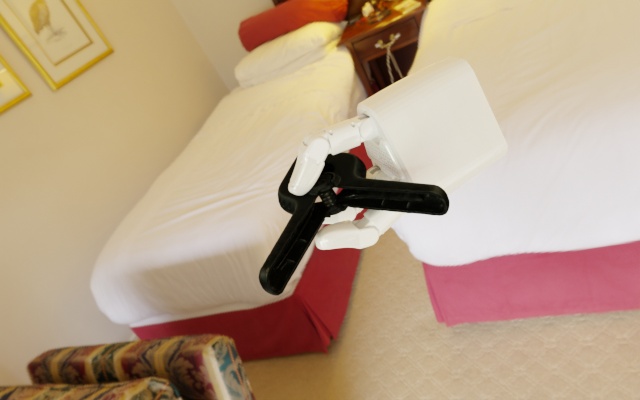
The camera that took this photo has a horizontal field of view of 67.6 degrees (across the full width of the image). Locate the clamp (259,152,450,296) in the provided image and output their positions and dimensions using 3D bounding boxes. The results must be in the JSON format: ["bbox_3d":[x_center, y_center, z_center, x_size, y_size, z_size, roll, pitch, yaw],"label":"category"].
[{"bbox_3d":[0.000,0.001,0.455,0.164,0.036,0.210,-28,28,-8],"label":"clamp"}]
